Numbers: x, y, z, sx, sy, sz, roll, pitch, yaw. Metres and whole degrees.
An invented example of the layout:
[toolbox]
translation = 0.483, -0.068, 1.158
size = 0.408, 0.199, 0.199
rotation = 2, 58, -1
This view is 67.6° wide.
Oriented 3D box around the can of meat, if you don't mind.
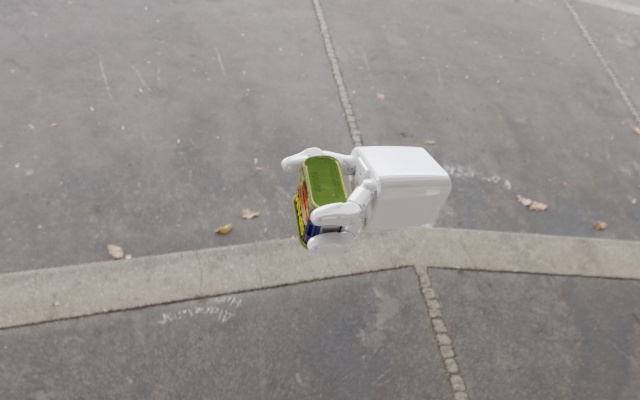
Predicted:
[can of meat]
translation = 0.000, 0.002, 0.640
size = 0.057, 0.102, 0.084
rotation = 0, -40, -14
